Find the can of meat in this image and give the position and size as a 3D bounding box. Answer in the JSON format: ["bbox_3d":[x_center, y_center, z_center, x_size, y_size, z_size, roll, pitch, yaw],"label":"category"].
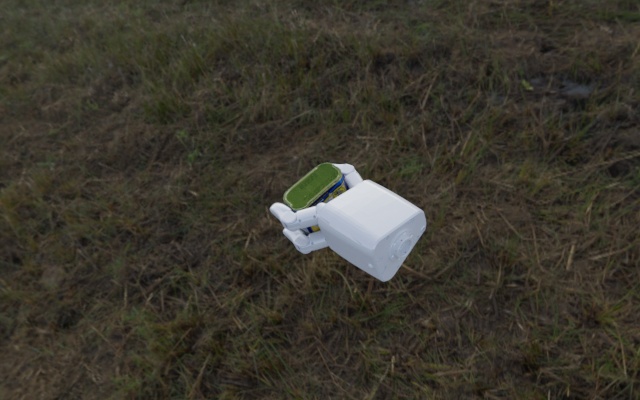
[{"bbox_3d":[0.000,0.002,0.744,0.057,0.102,0.084,37,-18,41],"label":"can of meat"}]
